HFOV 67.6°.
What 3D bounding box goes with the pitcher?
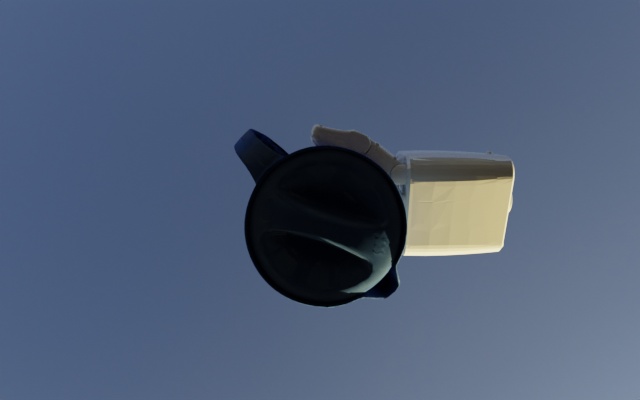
[{"bbox_3d":[0.000,0.002,0.499,0.145,0.149,0.243,-1,7,1],"label":"pitcher"}]
